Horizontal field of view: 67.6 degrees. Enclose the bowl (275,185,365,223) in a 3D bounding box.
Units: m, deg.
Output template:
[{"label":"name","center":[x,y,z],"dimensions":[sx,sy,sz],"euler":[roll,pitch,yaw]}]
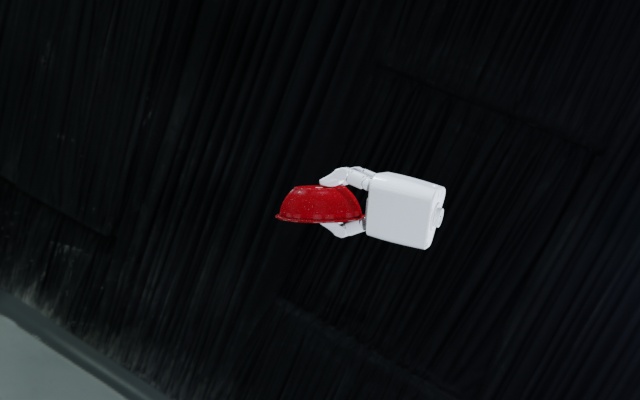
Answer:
[{"label":"bowl","center":[-0.001,0.002,0.852],"dimensions":[0.162,0.055,0.162],"euler":[-1,5,0]}]
